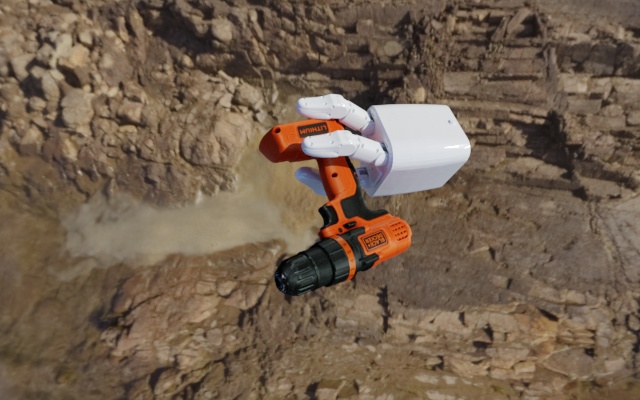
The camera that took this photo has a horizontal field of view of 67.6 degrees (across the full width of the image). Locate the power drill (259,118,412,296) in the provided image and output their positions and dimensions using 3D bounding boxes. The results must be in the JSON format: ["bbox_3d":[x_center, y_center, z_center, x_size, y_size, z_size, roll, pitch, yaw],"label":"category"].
[{"bbox_3d":[0.000,0.001,0.546,0.184,0.187,0.057,-16,-14,-37],"label":"power drill"}]
